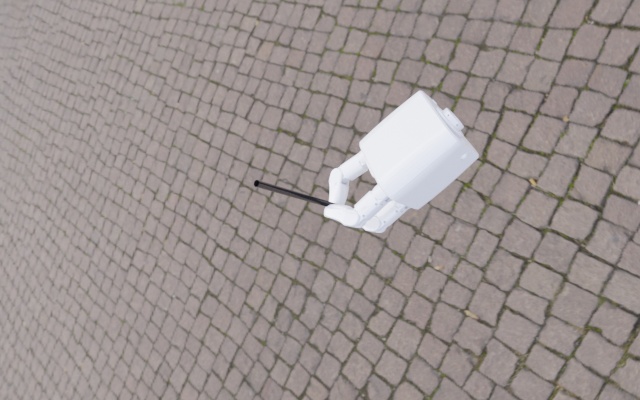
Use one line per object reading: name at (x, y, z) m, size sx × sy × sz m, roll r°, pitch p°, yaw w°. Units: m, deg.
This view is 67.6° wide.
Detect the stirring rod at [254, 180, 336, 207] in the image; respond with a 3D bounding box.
stirring rod at (0.000, 0.002, 0.620) m, size 0.011 × 0.011 × 0.239 m, roll 0°, pitch -10°, yaw 37°
